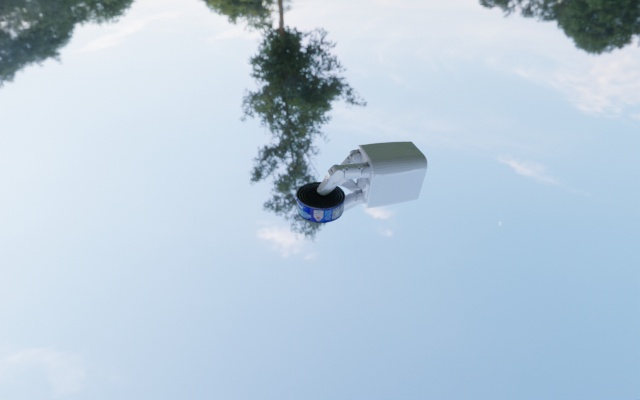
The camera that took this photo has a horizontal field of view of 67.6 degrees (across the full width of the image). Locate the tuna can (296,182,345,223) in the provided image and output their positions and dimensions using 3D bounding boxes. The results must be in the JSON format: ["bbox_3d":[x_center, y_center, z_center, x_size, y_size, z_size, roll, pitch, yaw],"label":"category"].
[{"bbox_3d":[0.000,0.003,0.844,0.086,0.034,0.086,2,34,-1],"label":"tuna can"}]
